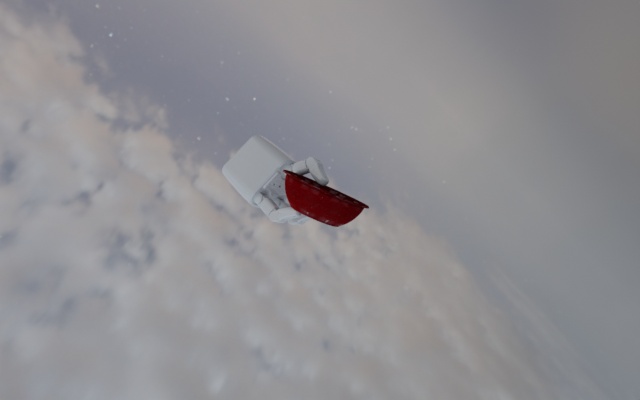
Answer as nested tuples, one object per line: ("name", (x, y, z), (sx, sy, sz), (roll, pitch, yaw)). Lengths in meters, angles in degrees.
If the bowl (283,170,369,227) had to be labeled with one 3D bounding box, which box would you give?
("bowl", (0.001, 0.004, 0.824), (0.162, 0.055, 0.162), (23, 4, -2))
